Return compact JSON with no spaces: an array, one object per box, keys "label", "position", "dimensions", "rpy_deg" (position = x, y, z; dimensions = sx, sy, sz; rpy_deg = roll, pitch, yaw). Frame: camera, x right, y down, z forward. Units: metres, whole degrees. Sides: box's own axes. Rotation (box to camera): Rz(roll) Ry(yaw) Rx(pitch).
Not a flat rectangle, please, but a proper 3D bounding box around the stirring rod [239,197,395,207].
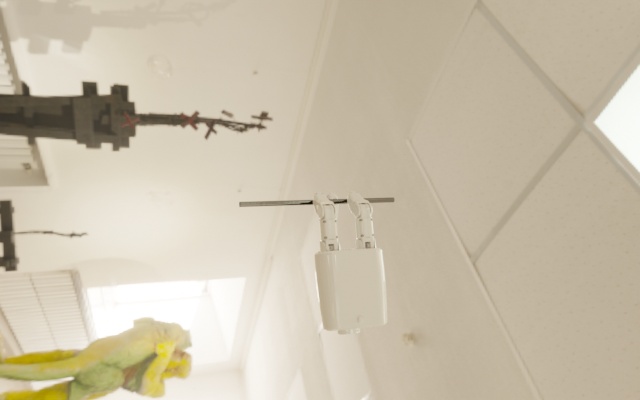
[{"label":"stirring rod","position":[0.000,0.002,0.711],"dimensions":[0.239,0.011,0.011],"rpy_deg":[-2,0,-18]}]
